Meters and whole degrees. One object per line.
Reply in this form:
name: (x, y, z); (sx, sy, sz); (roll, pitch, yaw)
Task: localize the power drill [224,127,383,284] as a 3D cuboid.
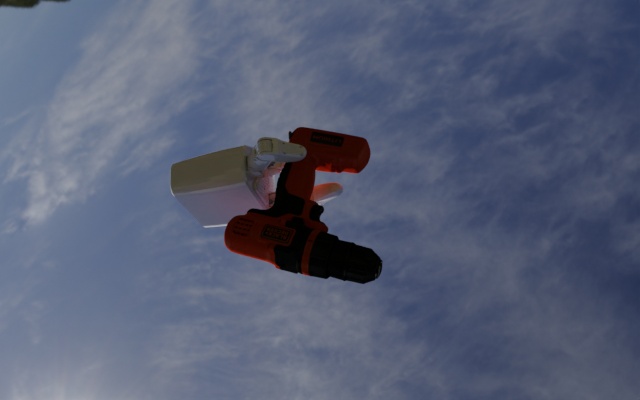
power drill: (0.000, 0.001, 0.570); (0.184, 0.187, 0.057); (13, -34, 14)
